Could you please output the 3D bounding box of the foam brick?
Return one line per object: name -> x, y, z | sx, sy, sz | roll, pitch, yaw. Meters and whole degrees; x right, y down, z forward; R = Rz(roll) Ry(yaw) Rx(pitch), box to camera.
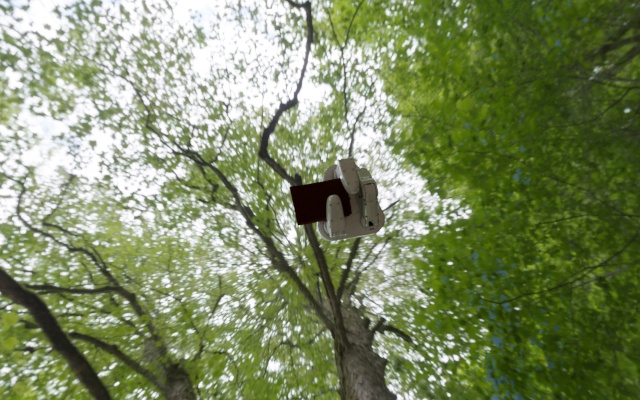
foam brick -> 0.000, 0.002, 0.661 | 0.078, 0.053, 0.051 | -10, -5, -3
